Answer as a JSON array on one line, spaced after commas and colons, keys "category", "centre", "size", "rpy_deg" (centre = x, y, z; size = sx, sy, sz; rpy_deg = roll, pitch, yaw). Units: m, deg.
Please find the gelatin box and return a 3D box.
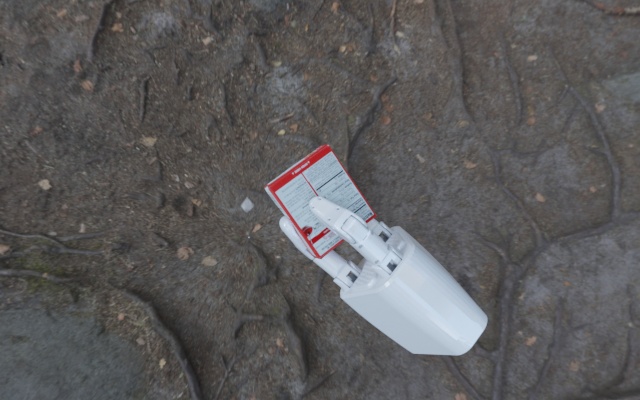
[{"category": "gelatin box", "centre": [0.000, 0.001, 0.469], "size": [0.073, 0.089, 0.030], "rpy_deg": [-37, 10, -11]}]
